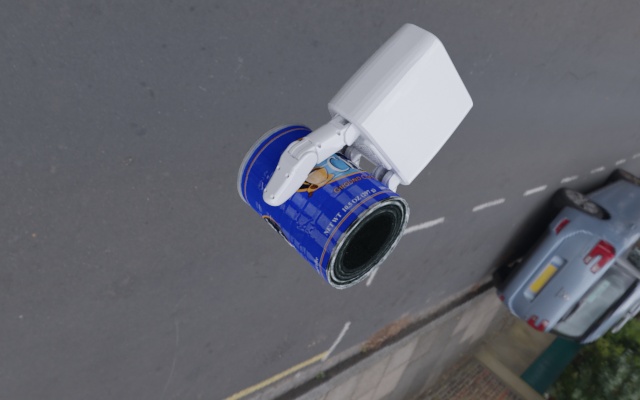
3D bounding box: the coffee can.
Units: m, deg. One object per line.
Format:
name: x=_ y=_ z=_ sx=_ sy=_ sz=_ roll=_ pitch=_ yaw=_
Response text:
coffee can: x=0.000 y=0.002 z=0.466 sx=0.140 sy=0.103 sz=0.103 roll=41 pitch=24 yaw=31
